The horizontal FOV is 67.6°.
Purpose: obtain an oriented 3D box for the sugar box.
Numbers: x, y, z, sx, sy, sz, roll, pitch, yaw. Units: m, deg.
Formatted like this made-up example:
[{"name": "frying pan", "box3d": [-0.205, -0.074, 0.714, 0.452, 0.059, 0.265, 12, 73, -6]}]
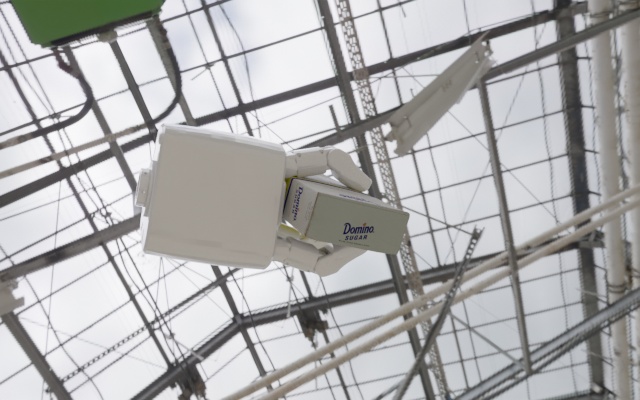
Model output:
[{"name": "sugar box", "box3d": [0.000, 0.002, 0.471, 0.093, 0.048, 0.176, 13, 10, -24]}]
